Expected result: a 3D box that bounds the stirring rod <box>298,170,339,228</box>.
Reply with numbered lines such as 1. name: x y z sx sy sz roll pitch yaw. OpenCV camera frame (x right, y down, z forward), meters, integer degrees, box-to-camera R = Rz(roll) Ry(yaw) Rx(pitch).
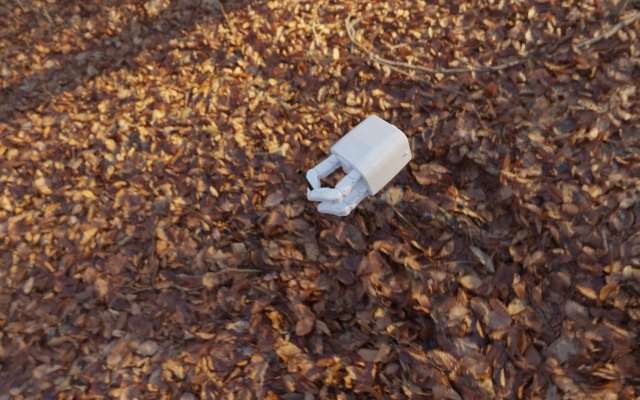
1. stirring rod: 0.000 0.003 0.897 0.011 0.011 0.240 0 -25 18
